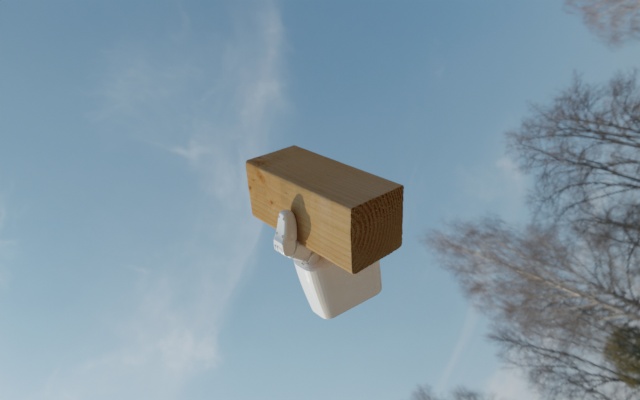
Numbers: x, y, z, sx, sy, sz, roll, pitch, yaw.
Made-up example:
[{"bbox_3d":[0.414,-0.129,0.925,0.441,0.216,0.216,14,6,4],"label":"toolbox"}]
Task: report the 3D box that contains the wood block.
[{"bbox_3d":[0.000,0.002,0.627,0.091,0.090,0.206,-24,33,-35],"label":"wood block"}]
